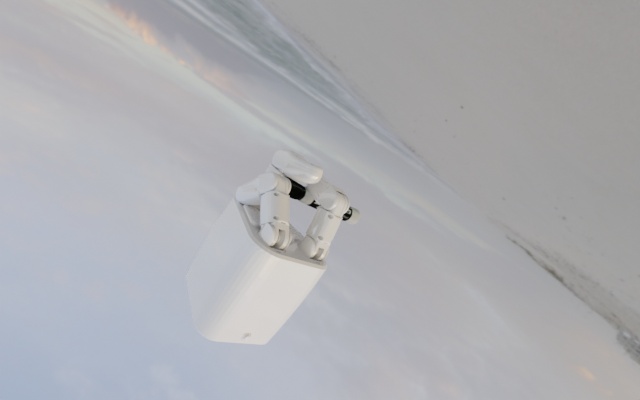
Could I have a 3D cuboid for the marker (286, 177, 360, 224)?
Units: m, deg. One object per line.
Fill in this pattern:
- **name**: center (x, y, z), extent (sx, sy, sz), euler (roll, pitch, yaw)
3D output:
- **marker**: center (0.000, 0.002, 0.507), extent (0.020, 0.020, 0.121), euler (0, -16, 42)
